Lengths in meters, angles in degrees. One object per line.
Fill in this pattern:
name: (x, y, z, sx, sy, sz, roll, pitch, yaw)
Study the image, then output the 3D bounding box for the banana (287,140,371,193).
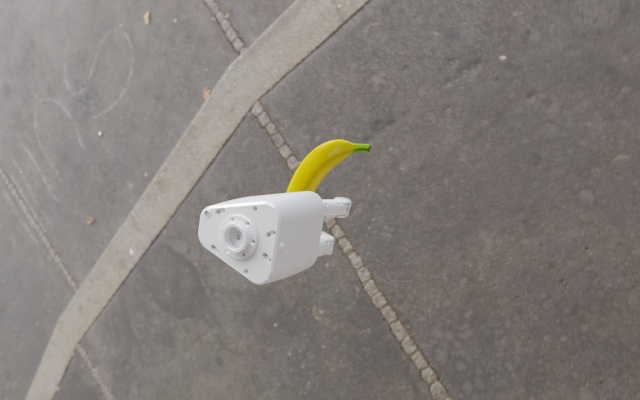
banana: (-0.012, -0.012, 0.666, 0.069, 0.198, 0.037, 38, 17, 13)
